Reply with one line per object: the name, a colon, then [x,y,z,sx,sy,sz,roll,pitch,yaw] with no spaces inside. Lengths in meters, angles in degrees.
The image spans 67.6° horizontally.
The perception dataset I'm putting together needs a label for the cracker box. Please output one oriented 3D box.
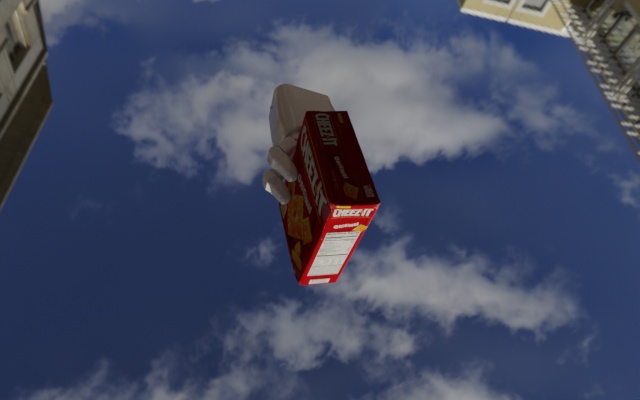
cracker box: [0.000,0.002,0.696,0.072,0.164,0.214,-3,-35,-19]
